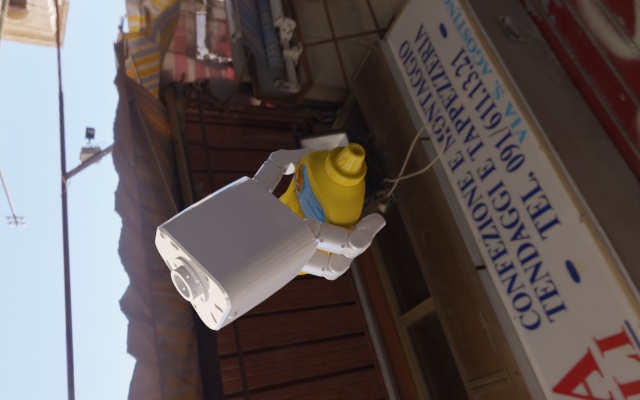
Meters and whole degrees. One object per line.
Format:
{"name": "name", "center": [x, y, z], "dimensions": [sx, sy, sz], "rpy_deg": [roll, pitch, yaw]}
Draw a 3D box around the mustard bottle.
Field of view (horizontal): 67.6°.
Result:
{"name": "mustard bottle", "center": [0.000, 0.002, 0.523], "dimensions": [0.058, 0.096, 0.192], "rpy_deg": [-7, -28, -27]}
